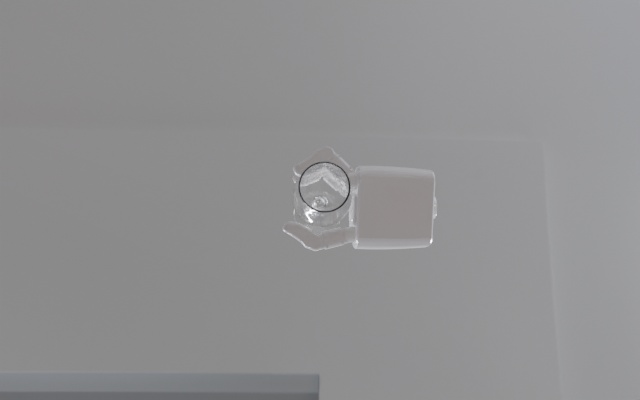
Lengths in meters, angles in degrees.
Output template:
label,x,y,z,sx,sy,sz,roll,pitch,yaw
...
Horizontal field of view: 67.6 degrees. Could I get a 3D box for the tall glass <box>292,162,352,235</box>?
label,x,y,z,sx,sy,sz,roll,pitch,yaw
tall glass,0.000,0.002,0.658,0.079,0.079,0.201,0,-11,-3
